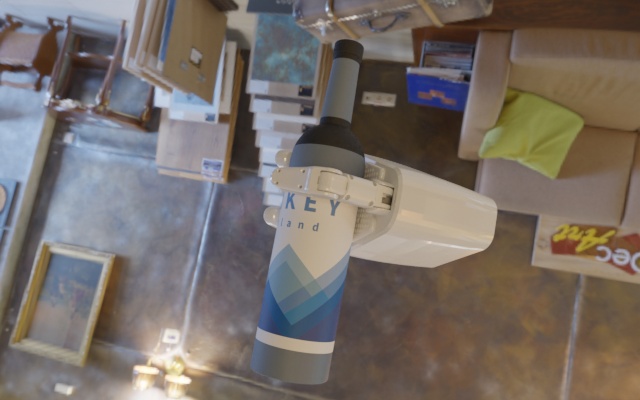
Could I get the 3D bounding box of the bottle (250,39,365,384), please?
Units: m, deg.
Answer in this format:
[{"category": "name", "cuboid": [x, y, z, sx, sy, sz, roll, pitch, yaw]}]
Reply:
[{"category": "bottle", "cuboid": [0.000, 0.002, 0.420, 0.069, 0.295, 0.069, 10, -7, 1]}]
